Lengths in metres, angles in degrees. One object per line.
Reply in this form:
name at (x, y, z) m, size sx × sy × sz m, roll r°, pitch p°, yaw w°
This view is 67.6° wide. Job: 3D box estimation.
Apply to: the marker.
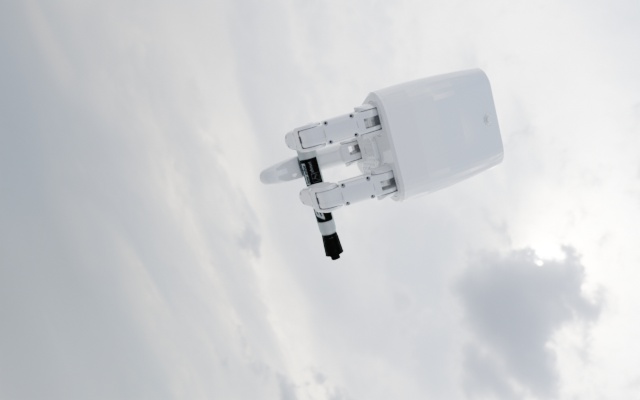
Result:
marker at (0.000, 0.002, 0.467) m, size 0.020 × 0.121 × 0.020 m, roll -15°, pitch 12°, yaw 3°
